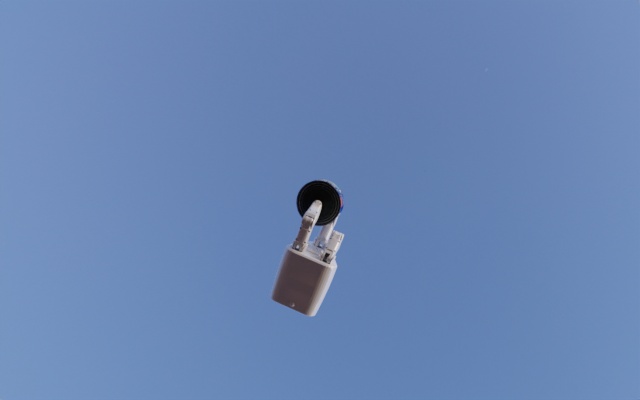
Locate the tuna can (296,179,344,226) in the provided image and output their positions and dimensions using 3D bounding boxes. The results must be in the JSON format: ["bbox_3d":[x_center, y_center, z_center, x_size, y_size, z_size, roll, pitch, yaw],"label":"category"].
[{"bbox_3d":[0.000,0.003,0.897,0.086,0.086,0.033,0,9,14],"label":"tuna can"}]
